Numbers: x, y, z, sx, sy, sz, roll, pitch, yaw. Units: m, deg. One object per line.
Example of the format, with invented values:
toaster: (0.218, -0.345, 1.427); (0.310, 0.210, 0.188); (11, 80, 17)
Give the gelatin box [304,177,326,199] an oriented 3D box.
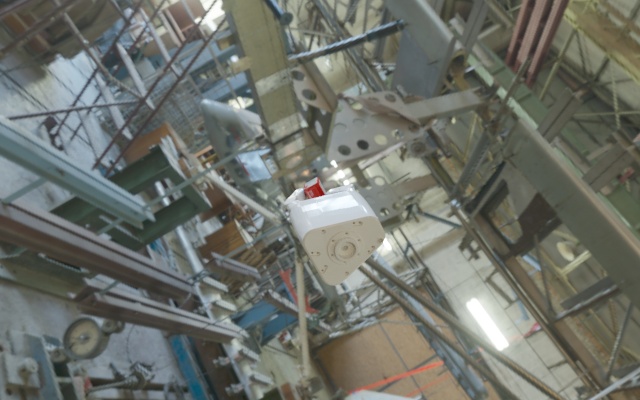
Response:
gelatin box: (0.001, 0.002, 0.811); (0.030, 0.073, 0.089); (-28, 8, 3)
